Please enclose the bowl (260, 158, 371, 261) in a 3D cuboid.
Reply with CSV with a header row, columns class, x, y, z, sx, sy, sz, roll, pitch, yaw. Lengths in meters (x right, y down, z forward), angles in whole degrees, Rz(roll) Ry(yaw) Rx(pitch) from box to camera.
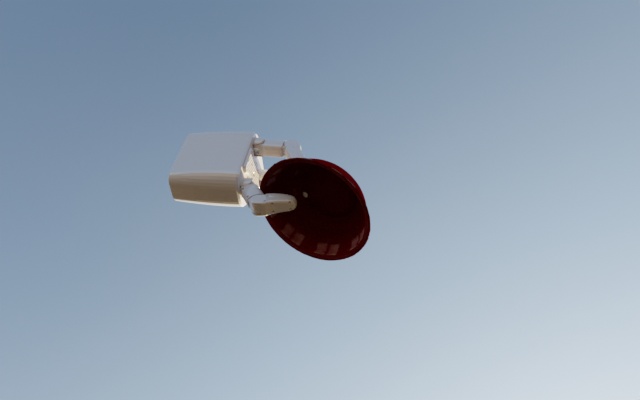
class,x,y,z,sx,sy,sz,roll,pitch,yaw
bowl,0.001,0.002,0.645,0.162,0.162,0.055,0,32,30
